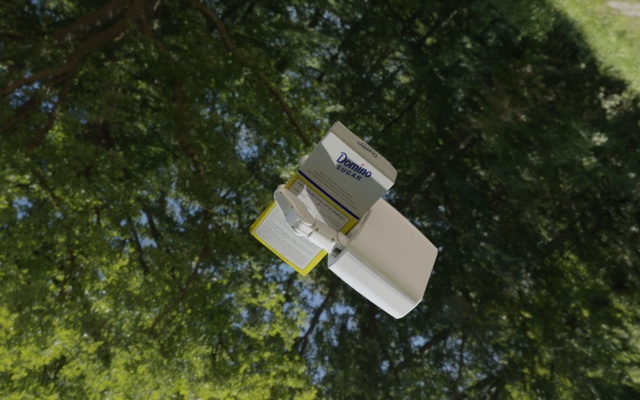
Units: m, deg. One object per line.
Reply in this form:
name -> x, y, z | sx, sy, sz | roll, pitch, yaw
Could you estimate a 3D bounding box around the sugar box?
sugar box -> 0.000, 0.002, 0.570 | 0.093, 0.176, 0.048 | 39, 27, -5
